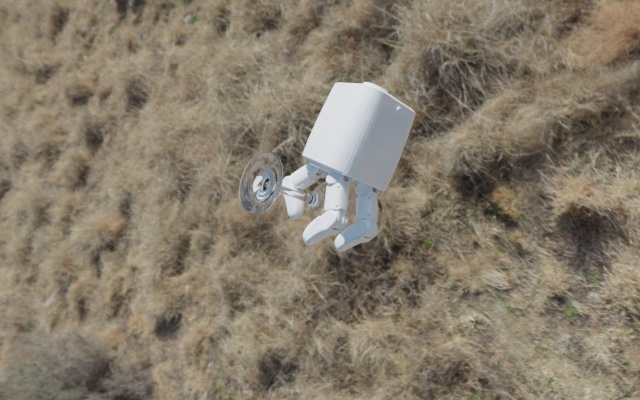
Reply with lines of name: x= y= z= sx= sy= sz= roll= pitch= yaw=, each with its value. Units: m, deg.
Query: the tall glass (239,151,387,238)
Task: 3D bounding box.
tall glass: x=0.000 y=0.002 z=0.602 sx=0.079 sy=0.079 sz=0.201 roll=0 pitch=-13 yaw=44
